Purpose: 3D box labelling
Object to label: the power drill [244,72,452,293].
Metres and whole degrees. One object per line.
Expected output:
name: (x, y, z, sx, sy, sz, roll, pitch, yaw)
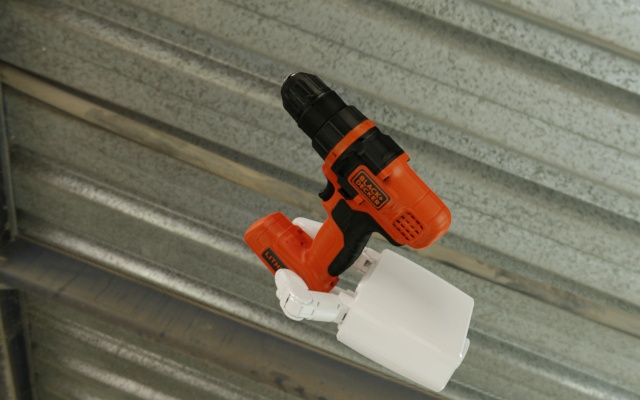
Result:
power drill: (0.000, 0.002, 0.443, 0.057, 0.184, 0.188, -35, -10, -47)
